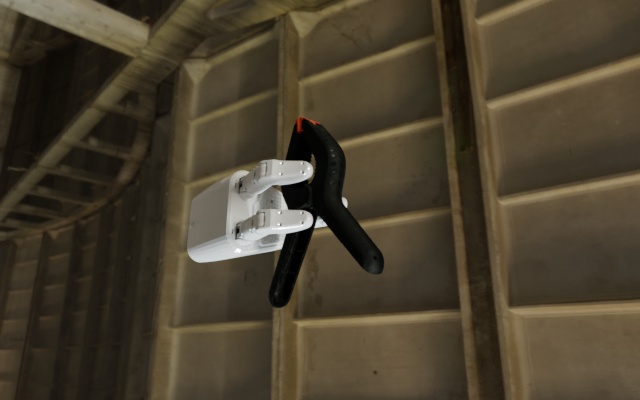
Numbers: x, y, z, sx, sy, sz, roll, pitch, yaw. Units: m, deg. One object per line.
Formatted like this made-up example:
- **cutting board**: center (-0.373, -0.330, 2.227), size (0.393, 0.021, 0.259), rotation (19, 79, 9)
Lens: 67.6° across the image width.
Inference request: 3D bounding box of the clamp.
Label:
- **clamp**: center (0.001, 0.001, 0.508), size (0.036, 0.210, 0.164), rotation (15, -23, -39)
